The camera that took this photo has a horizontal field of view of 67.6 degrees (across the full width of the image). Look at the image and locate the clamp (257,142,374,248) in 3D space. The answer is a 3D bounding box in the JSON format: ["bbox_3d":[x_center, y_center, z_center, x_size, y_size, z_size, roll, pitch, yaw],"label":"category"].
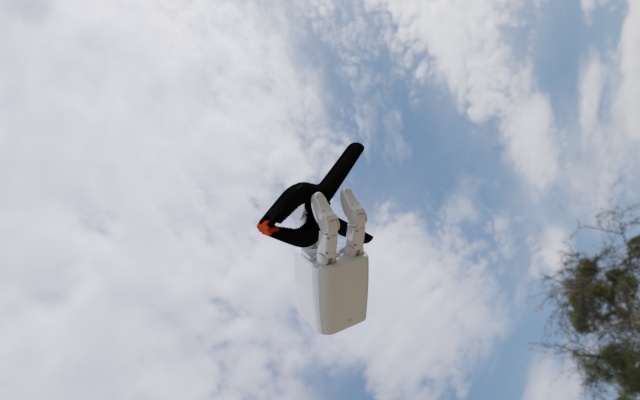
[{"bbox_3d":[-0.001,0.003,0.703,0.210,0.164,0.036,-11,13,-40],"label":"clamp"}]
